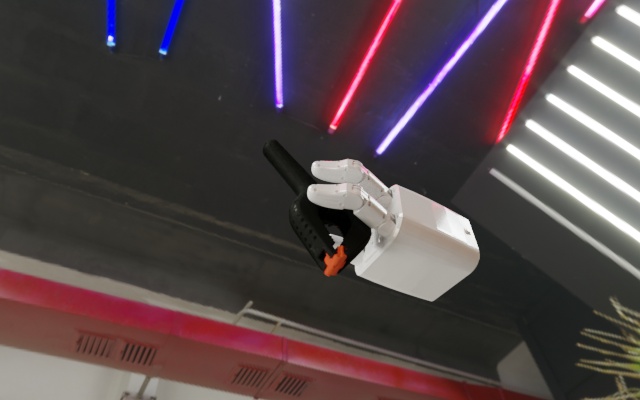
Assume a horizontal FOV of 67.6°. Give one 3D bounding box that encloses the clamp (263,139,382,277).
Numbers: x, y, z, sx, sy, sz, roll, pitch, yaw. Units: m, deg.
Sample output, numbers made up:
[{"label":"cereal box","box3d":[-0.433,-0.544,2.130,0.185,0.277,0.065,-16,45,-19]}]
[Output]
[{"label":"clamp","box3d":[0.000,0.003,0.548,0.164,0.036,0.209,21,31,-9]}]
